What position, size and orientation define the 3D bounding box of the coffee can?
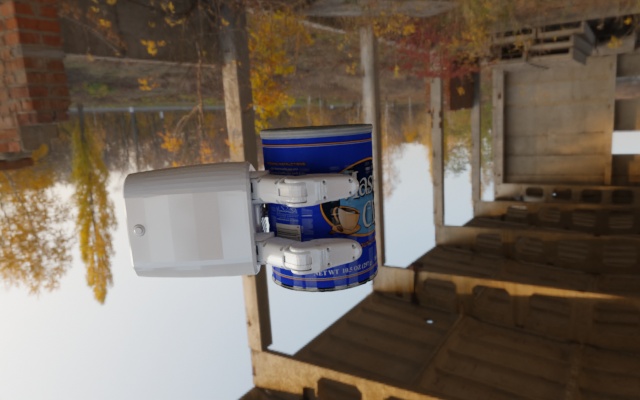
[{"bbox_3d":[0.000,0.001,0.447,0.103,0.140,0.103,-3,10,1],"label":"coffee can"}]
